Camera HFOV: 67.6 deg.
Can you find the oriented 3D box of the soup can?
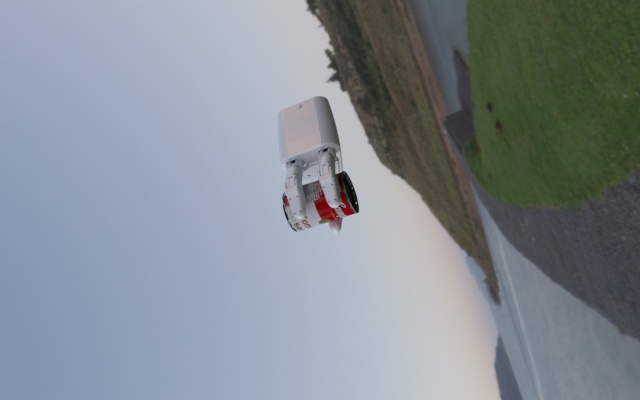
[{"bbox_3d":[0.000,0.003,0.733,0.102,0.068,0.068,-18,-5,15],"label":"soup can"}]
